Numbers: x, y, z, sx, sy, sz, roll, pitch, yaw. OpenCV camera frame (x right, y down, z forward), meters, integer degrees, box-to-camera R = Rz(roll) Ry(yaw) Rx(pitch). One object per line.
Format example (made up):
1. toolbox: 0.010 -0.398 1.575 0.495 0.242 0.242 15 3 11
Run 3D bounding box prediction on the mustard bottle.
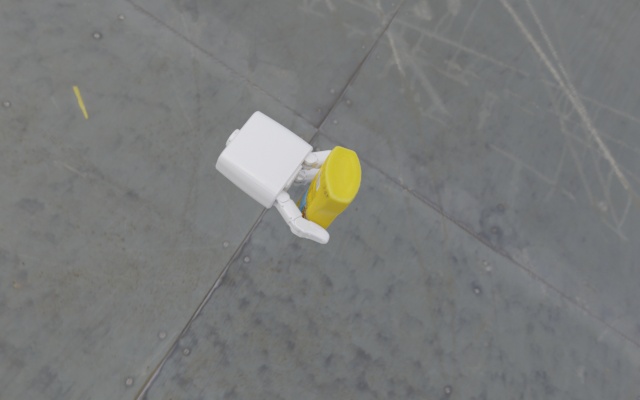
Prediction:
1. mustard bottle: 0.001 0.003 0.761 0.058 0.096 0.192 15 -32 -15
